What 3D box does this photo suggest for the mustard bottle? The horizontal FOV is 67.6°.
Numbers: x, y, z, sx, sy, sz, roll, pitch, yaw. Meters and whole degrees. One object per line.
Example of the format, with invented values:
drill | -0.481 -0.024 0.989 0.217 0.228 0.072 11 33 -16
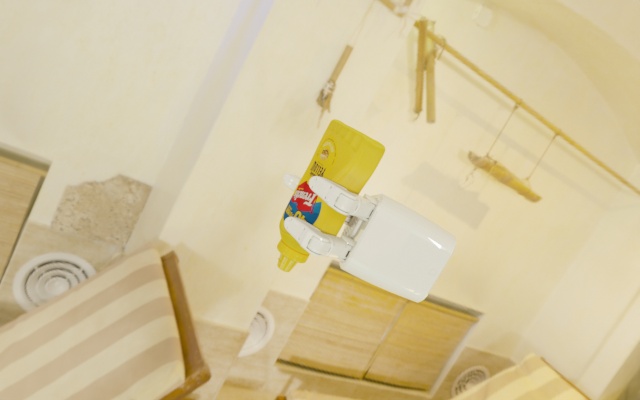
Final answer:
mustard bottle | 0.000 0.002 0.574 0.058 0.191 0.096 22 12 -32
